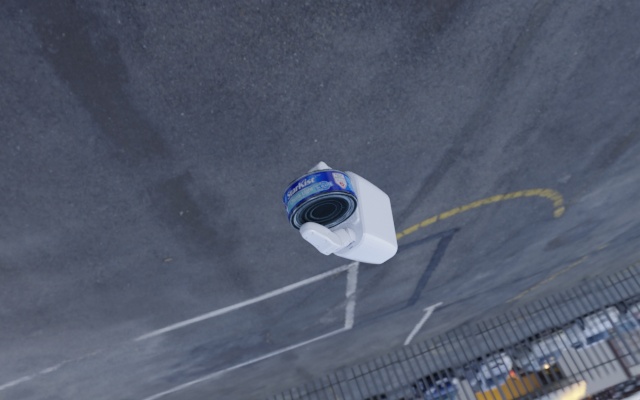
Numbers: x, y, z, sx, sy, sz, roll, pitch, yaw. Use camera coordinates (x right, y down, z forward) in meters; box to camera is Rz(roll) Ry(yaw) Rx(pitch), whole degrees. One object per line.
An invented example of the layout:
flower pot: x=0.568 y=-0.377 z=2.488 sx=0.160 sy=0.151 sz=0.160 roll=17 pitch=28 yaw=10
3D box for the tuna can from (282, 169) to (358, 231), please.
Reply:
tuna can: x=0.000 y=0.002 z=0.563 sx=0.086 sy=0.033 sz=0.086 roll=-13 pitch=-31 yaw=-8
